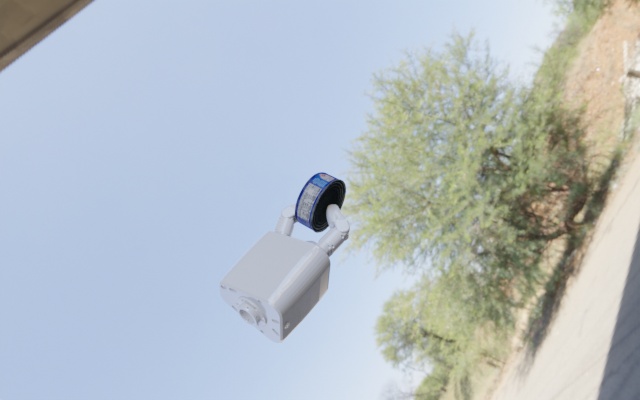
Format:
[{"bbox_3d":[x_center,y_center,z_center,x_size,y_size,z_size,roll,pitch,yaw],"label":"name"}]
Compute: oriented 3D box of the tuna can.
[{"bbox_3d":[0.000,0.002,0.705,0.033,0.086,0.086,27,12,25],"label":"tuna can"}]
